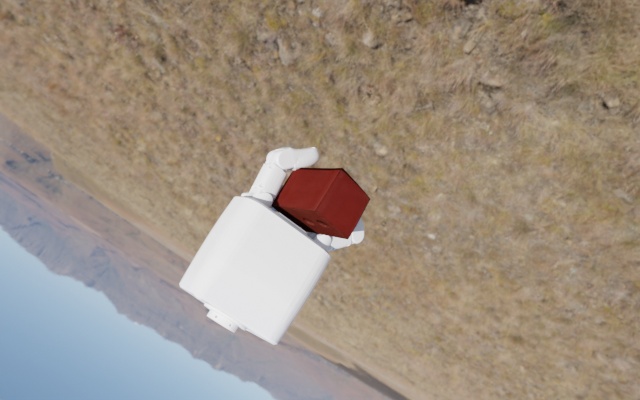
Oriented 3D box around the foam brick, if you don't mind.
[{"bbox_3d":[0.000,0.001,0.486,0.078,0.051,0.053,5,-31,51],"label":"foam brick"}]
